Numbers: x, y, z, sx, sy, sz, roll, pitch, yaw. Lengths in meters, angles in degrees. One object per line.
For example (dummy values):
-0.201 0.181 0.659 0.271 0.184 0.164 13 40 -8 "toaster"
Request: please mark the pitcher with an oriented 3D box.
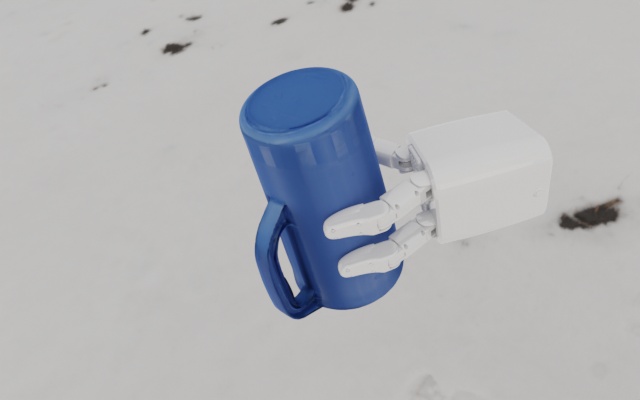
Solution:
0.000 0.001 0.484 0.145 0.149 0.243 -13 -46 6 "pitcher"
